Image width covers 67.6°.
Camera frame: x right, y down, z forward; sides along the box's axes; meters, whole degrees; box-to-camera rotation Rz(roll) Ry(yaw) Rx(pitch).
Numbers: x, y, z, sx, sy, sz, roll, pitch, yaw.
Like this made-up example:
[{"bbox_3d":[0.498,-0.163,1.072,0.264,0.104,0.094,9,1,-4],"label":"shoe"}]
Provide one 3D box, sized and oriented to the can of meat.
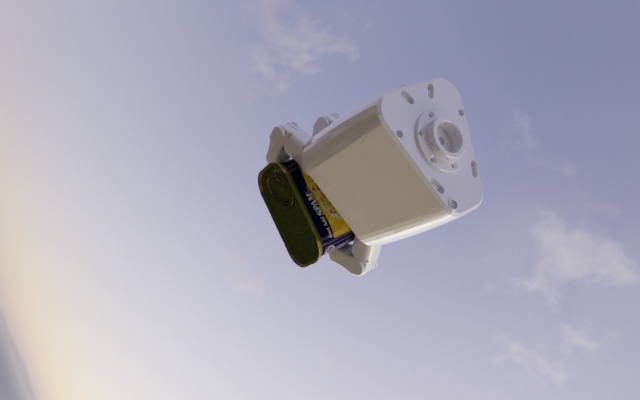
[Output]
[{"bbox_3d":[0.000,0.002,0.469,0.084,0.102,0.057,-22,-6,-34],"label":"can of meat"}]
